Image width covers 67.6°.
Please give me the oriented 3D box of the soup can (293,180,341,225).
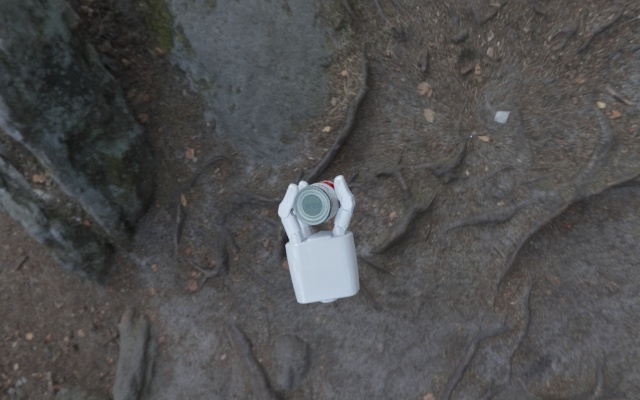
[{"bbox_3d":[0.000,0.002,0.826,0.068,0.068,0.102,0,7,17],"label":"soup can"}]
